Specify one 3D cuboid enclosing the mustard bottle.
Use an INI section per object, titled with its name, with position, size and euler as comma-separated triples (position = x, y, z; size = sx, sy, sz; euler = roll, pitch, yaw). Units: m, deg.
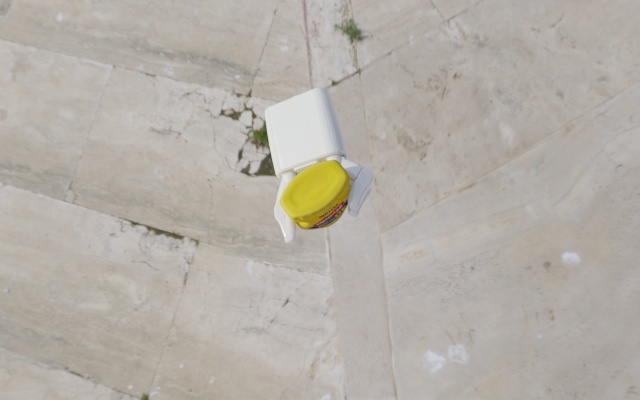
[mustard bottle]
position = 0.000, 0.003, 0.703
size = 0.096, 0.058, 0.192
euler = -38, -12, -3
